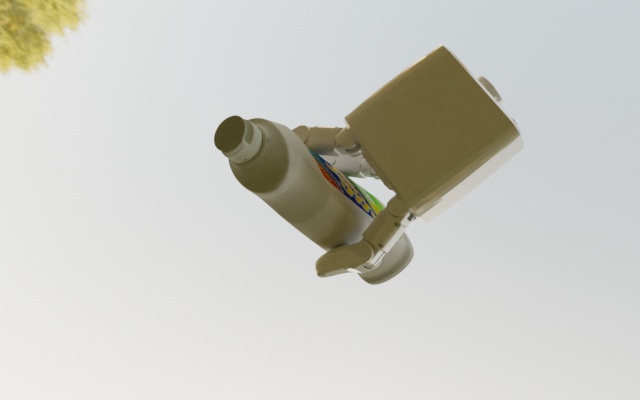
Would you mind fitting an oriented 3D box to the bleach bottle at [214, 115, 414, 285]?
[{"bbox_3d":[0.000,0.001,0.429,0.068,0.102,0.251,-38,-34,12],"label":"bleach bottle"}]
